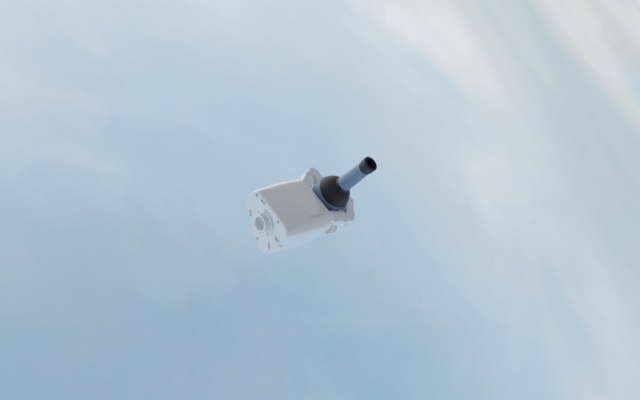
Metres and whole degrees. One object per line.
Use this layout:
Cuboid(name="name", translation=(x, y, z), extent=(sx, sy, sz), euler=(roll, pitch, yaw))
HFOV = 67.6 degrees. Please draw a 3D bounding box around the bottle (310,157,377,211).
Cuboid(name="bottle", translation=(0.000, 0.003, 0.899), extent=(0.069, 0.069, 0.296), euler=(0, -26, -40))
